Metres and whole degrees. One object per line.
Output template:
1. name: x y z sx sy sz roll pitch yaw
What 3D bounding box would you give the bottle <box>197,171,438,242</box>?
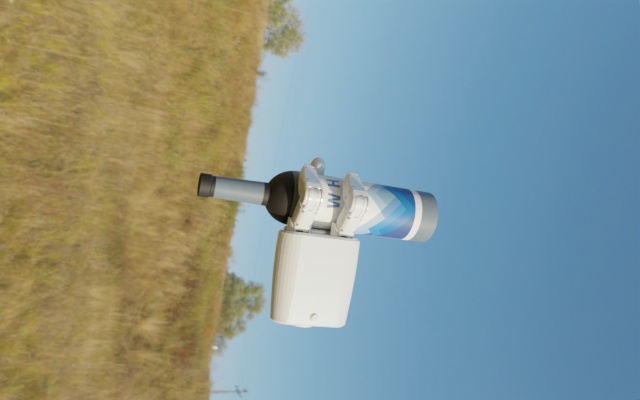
1. bottle: 0.000 0.002 0.588 0.296 0.069 0.069 8 -3 -18
